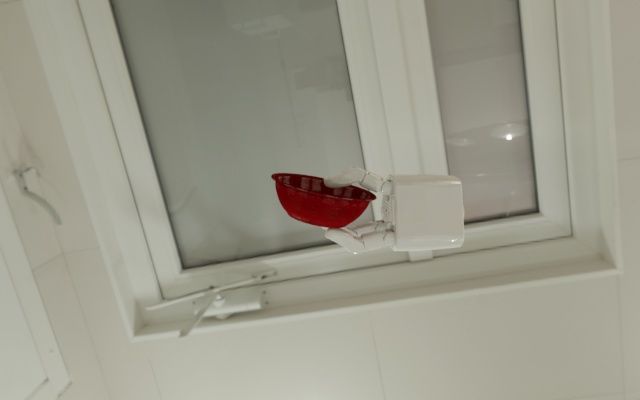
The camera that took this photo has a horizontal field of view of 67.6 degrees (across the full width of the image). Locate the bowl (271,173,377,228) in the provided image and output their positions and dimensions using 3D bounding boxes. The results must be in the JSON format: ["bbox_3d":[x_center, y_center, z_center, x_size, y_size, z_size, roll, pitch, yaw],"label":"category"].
[{"bbox_3d":[-0.001,0.002,0.722,0.162,0.055,0.162,12,10,-2],"label":"bowl"}]
